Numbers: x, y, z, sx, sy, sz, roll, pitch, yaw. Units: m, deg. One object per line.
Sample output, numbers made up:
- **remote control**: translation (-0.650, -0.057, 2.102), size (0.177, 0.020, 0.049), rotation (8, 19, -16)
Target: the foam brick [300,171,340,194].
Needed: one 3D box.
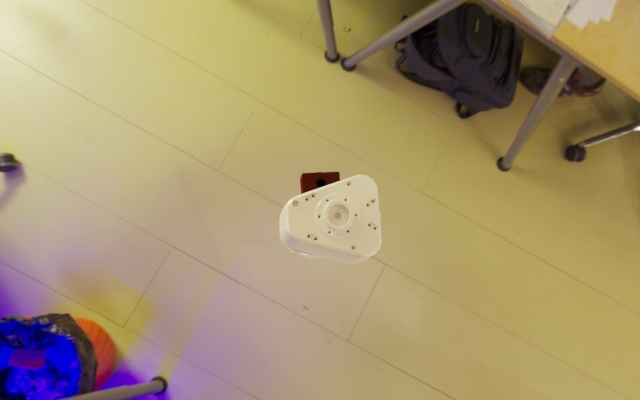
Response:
- **foam brick**: translation (0.000, 0.002, 0.662), size (0.053, 0.078, 0.051), rotation (-3, -9, -6)
